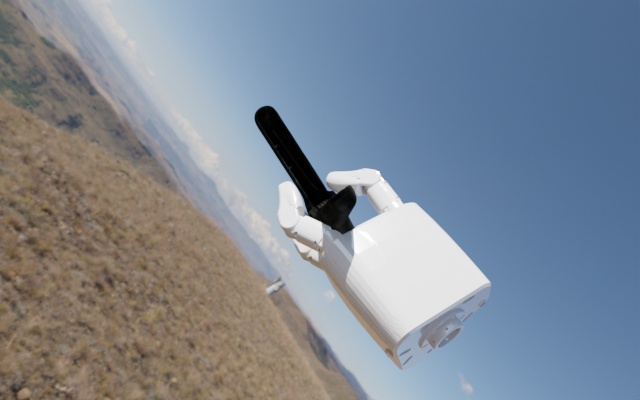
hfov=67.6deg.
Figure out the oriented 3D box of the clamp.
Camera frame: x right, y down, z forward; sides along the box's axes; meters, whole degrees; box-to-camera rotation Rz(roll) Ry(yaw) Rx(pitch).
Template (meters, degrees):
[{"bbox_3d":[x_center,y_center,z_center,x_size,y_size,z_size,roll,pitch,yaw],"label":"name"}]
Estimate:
[{"bbox_3d":[0.001,0.002,0.510,0.036,0.164,0.210,-34,-34,-7],"label":"clamp"}]
